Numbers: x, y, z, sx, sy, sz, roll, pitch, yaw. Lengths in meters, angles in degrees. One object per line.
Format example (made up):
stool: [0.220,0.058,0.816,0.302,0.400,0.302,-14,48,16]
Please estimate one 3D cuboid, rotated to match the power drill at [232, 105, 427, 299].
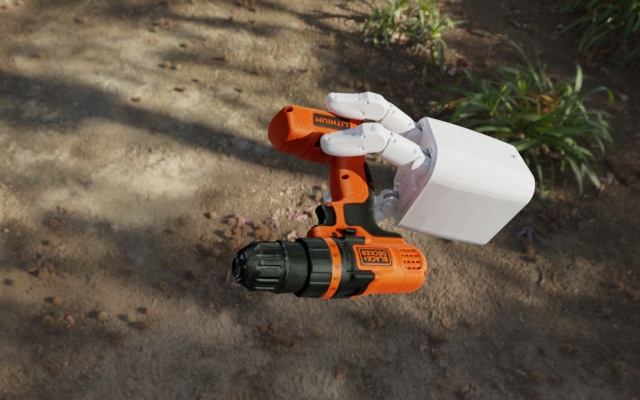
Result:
power drill: [0.000,0.001,0.448,0.184,0.187,0.057,7,-33,-30]
